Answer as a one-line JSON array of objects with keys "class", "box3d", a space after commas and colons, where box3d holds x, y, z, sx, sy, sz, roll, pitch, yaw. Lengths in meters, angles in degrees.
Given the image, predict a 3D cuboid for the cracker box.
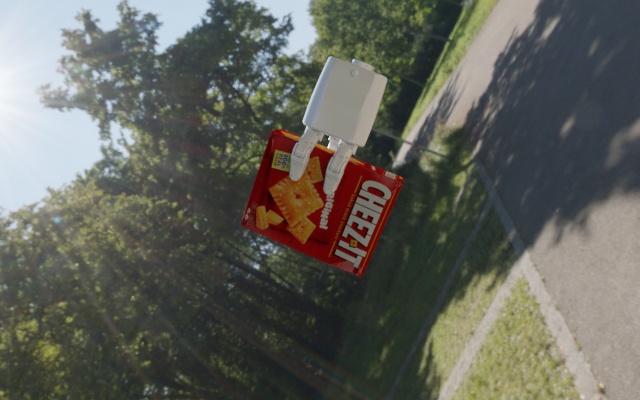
[{"class": "cracker box", "box3d": [0.000, 0.002, 0.749, 0.213, 0.164, 0.072, 23, 14, 7]}]
